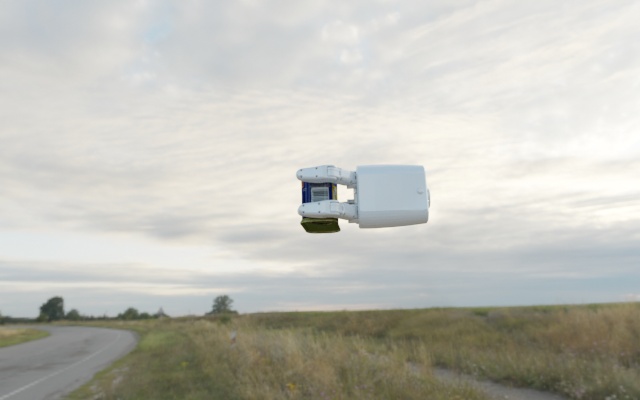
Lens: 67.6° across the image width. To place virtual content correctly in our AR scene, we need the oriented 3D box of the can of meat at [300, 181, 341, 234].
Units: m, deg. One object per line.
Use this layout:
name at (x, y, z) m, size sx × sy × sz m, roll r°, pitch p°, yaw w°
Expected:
can of meat at (0.000, 0.002, 0.758) m, size 0.057 × 0.084 × 0.102 m, roll -3°, pitch -14°, yaw 6°
